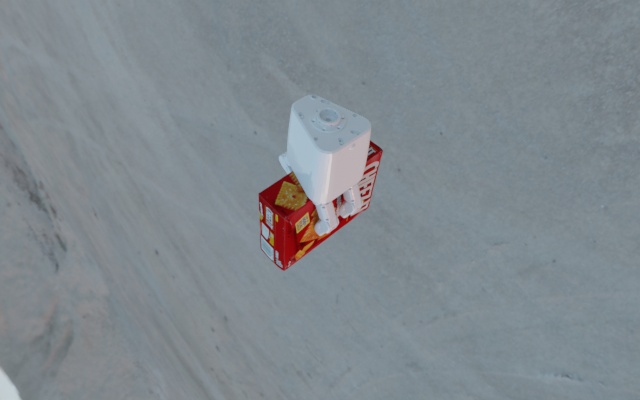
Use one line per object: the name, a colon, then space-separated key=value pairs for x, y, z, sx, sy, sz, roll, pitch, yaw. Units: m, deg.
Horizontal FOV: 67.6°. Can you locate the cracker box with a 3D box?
cracker box: x=0.000 y=0.003 z=0.797 sx=0.213 sy=0.072 sz=0.164 roll=-35 pitch=-26 yaw=-27
